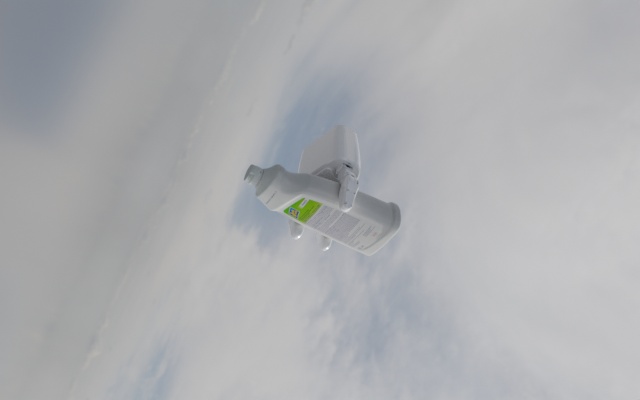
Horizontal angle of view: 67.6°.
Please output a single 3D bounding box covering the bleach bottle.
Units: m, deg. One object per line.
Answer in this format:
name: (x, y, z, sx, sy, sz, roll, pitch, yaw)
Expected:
bleach bottle: (0.000, 0.003, 0.767, 0.251, 0.068, 0.103, 25, -52, -19)
